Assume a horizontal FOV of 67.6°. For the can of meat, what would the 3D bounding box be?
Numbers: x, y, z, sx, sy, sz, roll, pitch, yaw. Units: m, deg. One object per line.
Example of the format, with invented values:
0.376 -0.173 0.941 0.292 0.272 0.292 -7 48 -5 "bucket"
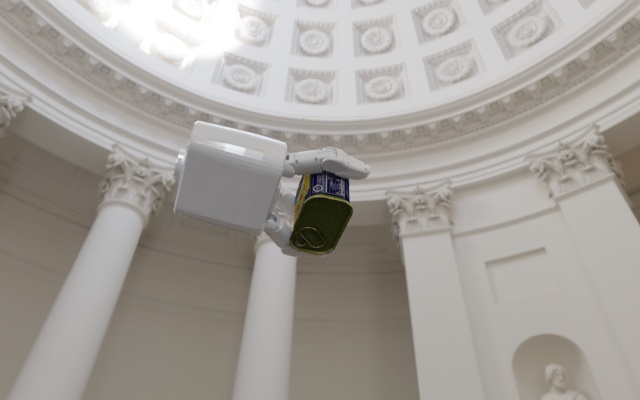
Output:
0.000 0.002 0.582 0.057 0.083 0.102 12 -45 -11 "can of meat"
